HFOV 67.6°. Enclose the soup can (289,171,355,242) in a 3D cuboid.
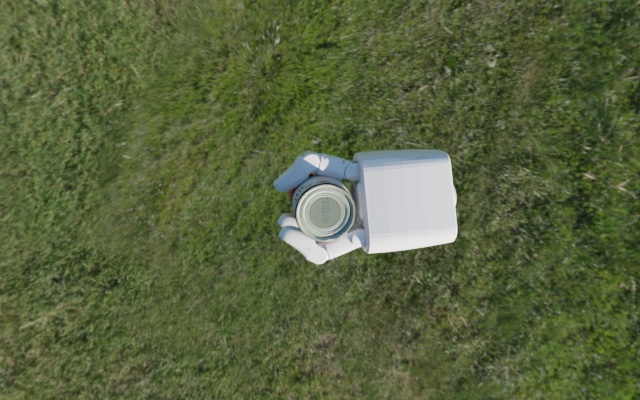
[{"bbox_3d":[0.000,0.002,0.559,0.068,0.068,0.102,0,14,-7],"label":"soup can"}]
